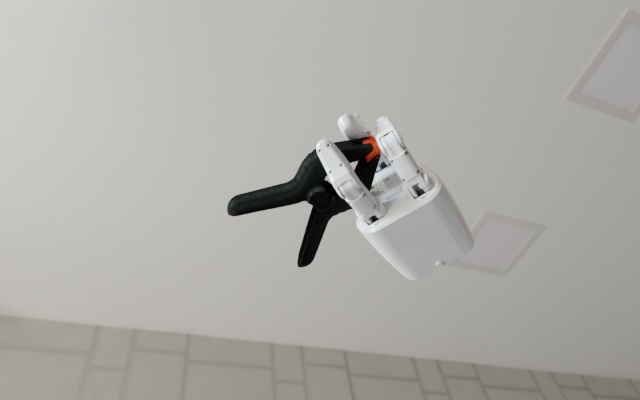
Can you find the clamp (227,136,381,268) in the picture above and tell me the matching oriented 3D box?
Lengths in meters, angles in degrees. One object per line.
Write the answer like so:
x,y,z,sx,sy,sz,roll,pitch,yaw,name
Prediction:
0.000,0.001,0.514,0.171,0.039,0.120,-31,-54,15,clamp
